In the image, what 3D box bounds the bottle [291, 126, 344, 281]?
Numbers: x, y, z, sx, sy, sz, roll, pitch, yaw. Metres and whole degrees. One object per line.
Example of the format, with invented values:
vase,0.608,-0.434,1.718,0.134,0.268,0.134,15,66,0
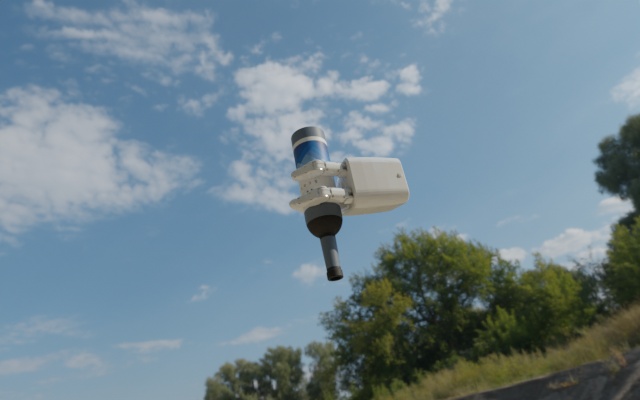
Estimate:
bottle,0.000,0.003,0.865,0.069,0.295,0.069,-9,-28,-5
